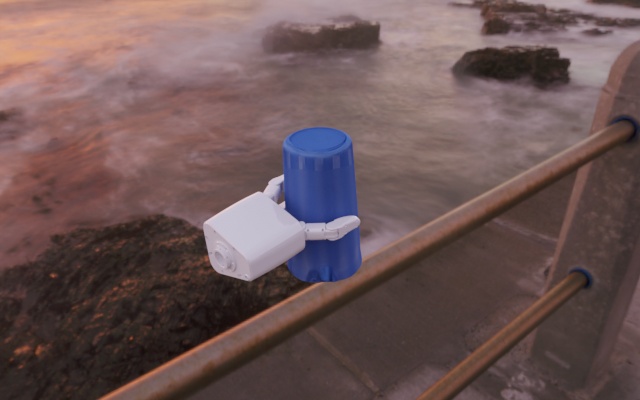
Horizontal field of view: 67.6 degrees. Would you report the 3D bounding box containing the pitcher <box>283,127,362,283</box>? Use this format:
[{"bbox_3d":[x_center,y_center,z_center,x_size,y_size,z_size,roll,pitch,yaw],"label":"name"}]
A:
[{"bbox_3d":[0.000,0.003,0.801,0.149,0.243,0.145,25,40,38],"label":"pitcher"}]
